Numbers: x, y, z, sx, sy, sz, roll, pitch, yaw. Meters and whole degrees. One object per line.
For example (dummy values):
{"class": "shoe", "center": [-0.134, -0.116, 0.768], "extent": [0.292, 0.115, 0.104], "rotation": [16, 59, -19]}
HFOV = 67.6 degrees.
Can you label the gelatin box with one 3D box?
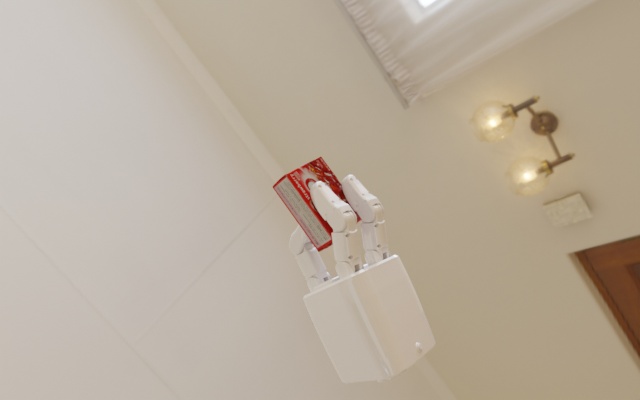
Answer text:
{"class": "gelatin box", "center": [0.000, 0.002, 0.529], "extent": [0.030, 0.089, 0.073], "rotation": [-38, -3, 38]}
